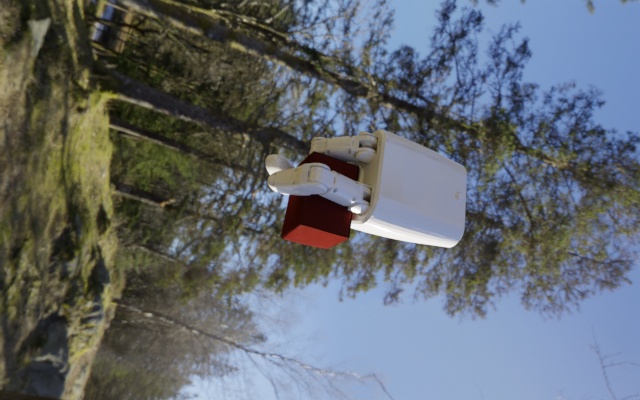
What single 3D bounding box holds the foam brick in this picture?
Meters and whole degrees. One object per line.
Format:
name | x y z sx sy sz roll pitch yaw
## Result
foam brick | 0.000 0.002 0.464 0.051 0.078 0.053 18 -23 -20
